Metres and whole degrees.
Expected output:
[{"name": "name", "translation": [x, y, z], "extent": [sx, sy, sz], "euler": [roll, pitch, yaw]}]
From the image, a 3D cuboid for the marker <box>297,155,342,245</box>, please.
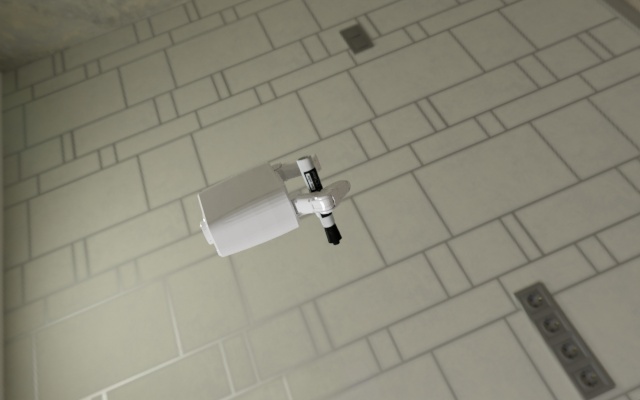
[{"name": "marker", "translation": [0.000, 0.002, 0.597], "extent": [0.020, 0.121, 0.020], "euler": [-19, 18, 6]}]
